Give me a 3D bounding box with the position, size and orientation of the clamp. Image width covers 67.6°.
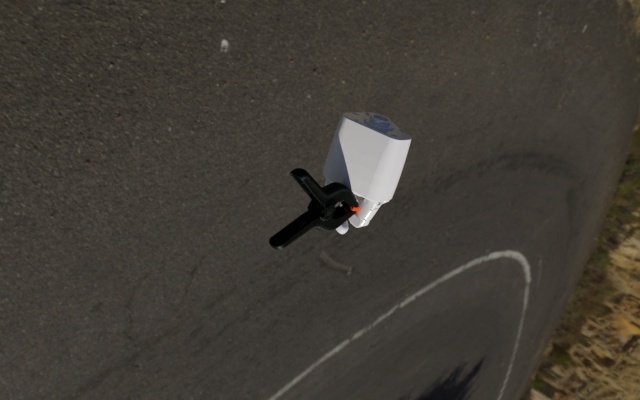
[{"bbox_3d":[0.001,0.003,0.703,0.039,0.120,0.171,35,32,30],"label":"clamp"}]
